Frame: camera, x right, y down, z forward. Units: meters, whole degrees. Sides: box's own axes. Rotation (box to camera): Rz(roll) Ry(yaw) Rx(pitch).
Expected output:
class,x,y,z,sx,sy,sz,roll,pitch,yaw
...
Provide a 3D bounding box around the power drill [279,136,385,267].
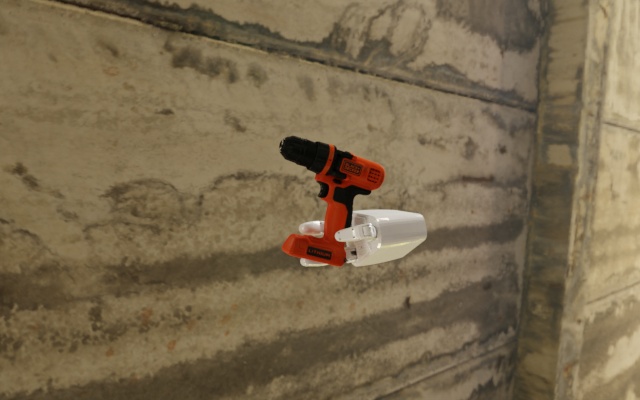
class,x,y,z,sx,sy,sz,roll,pitch,yaw
power drill,0.000,0.003,0.774,0.184,0.187,0.057,17,2,-17
